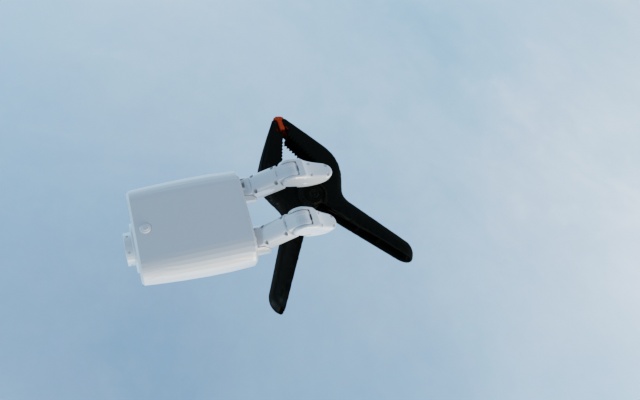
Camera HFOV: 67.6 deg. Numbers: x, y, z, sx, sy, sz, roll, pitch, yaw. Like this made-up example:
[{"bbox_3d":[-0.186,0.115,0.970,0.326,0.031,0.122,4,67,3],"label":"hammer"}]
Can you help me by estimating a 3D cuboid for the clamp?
[{"bbox_3d":[-0.001,0.002,0.516,0.164,0.210,0.036,-10,-21,-22],"label":"clamp"}]
